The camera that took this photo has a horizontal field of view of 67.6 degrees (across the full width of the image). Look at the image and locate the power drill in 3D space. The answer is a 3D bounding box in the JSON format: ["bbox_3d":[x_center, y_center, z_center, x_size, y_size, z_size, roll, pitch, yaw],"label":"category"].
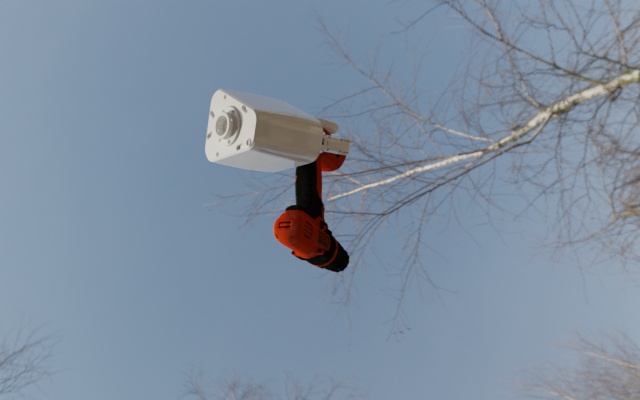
[{"bbox_3d":[0.000,0.002,0.703,0.057,0.187,0.184,-7,-24,23],"label":"power drill"}]
